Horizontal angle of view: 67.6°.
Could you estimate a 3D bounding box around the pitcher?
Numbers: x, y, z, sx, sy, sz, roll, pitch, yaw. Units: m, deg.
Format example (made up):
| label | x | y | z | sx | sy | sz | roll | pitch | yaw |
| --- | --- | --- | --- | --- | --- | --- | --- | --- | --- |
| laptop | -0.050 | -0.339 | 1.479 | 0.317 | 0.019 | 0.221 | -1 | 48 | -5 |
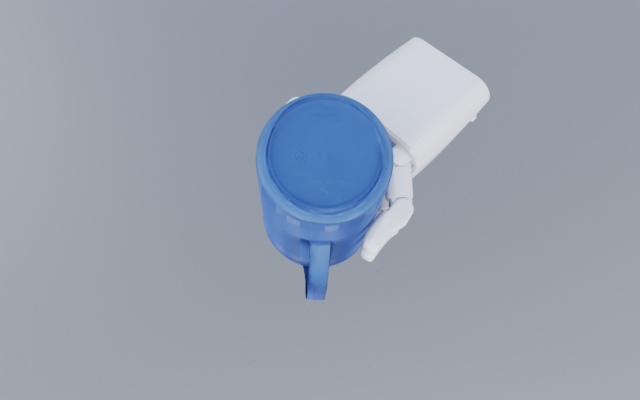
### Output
| label | x | y | z | sx | sy | sz | roll | pitch | yaw |
| --- | --- | --- | --- | --- | --- | --- | --- | --- | --- |
| pitcher | 0.000 | 0.001 | 0.476 | 0.145 | 0.149 | 0.243 | -41 | -8 | -9 |
